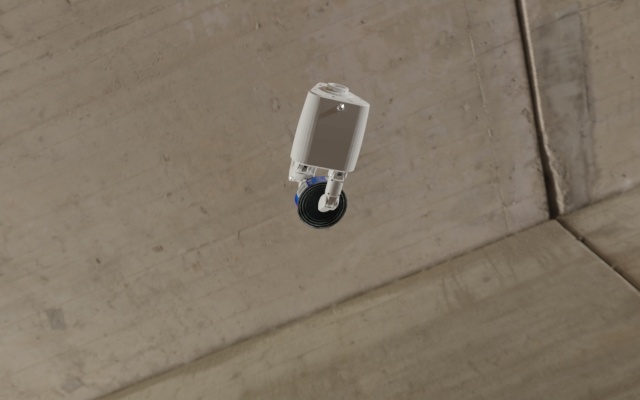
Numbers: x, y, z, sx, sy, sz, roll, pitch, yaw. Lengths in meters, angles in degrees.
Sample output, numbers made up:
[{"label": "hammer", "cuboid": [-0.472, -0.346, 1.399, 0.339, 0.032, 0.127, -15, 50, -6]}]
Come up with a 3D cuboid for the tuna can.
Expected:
[{"label": "tuna can", "cuboid": [0.000, 0.002, 0.808, 0.086, 0.086, 0.033, 0, 23, -13]}]
